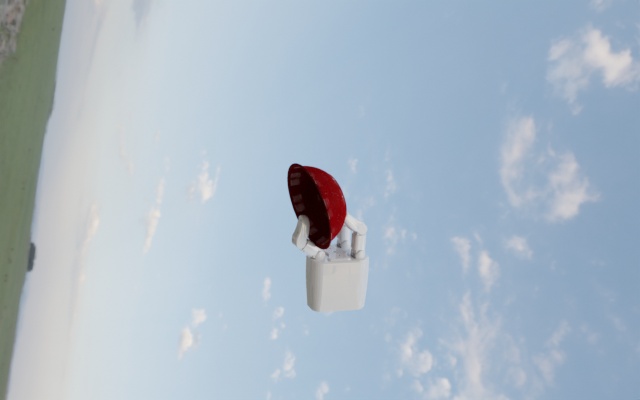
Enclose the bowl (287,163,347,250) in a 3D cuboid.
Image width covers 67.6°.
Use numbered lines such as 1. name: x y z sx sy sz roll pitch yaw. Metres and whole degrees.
1. bowl: 0.000 0.002 0.848 0.055 0.162 0.162 -21 8 -21
